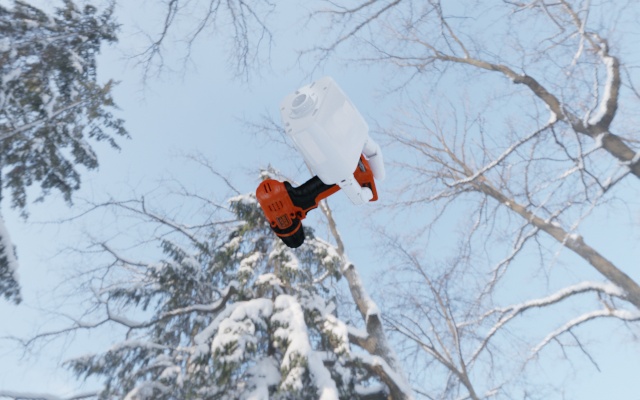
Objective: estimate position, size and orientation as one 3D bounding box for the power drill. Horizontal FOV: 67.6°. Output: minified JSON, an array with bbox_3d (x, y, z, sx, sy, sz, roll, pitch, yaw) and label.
[{"bbox_3d":[0.000,0.002,0.795,0.187,0.057,0.184,-25,-32,-2],"label":"power drill"}]
